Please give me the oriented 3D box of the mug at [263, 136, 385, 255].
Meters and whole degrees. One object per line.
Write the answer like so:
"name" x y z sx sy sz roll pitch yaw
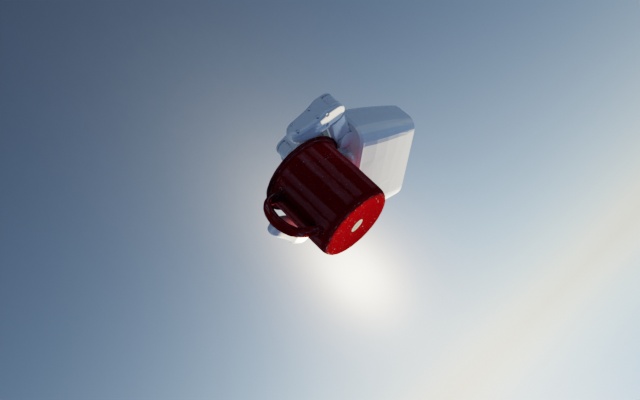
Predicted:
"mug" -0.001 0.002 0.455 0.117 0.093 0.081 -22 56 -42
